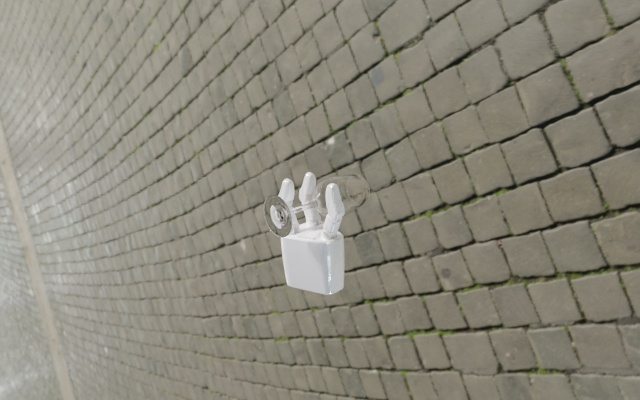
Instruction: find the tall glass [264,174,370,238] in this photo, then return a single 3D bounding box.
[{"bbox_3d":[0.000,0.003,0.857,0.201,0.079,0.079,-19,12,-40],"label":"tall glass"}]
